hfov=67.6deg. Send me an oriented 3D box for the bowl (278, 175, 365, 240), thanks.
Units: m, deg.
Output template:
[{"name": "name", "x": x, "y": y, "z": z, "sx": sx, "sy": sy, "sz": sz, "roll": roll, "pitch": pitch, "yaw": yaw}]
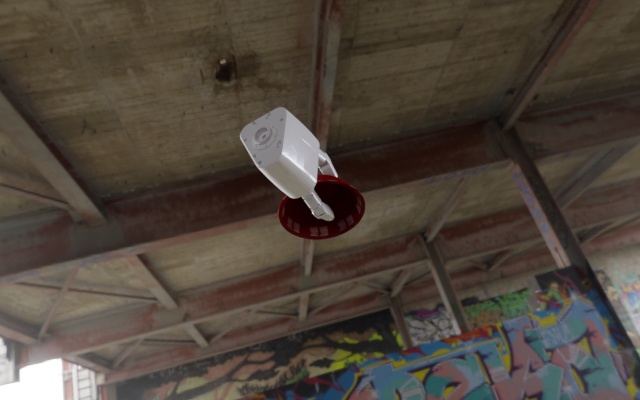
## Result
[{"name": "bowl", "x": 0.000, "y": 0.003, "z": 0.895, "sx": 0.162, "sy": 0.055, "sz": 0.162, "roll": -5, "pitch": -43, "yaw": -4}]
